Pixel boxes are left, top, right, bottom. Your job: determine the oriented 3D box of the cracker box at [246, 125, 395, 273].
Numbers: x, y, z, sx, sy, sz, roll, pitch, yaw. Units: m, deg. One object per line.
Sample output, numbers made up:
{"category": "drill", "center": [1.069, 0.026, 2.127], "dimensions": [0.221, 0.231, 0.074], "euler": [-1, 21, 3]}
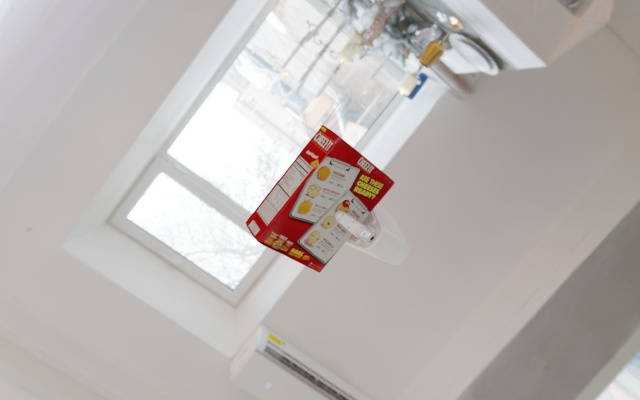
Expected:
{"category": "cracker box", "center": [0.000, 0.003, 0.819], "dimensions": [0.164, 0.214, 0.072], "euler": [33, 8, -42]}
